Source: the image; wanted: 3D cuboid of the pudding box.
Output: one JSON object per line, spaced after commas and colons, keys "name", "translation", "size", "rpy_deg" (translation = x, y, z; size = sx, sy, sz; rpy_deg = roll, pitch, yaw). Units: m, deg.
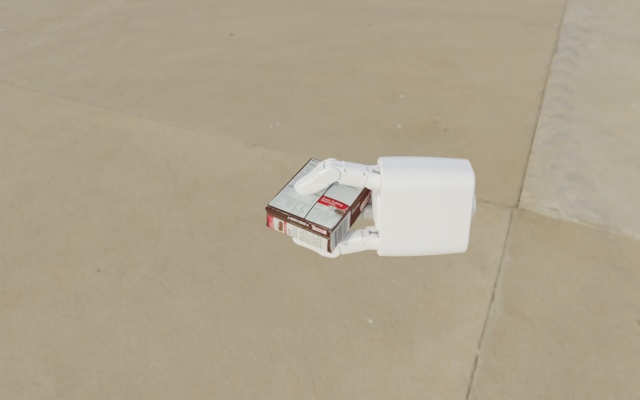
{"name": "pudding box", "translation": [0.000, 0.002, 0.579], "size": [0.090, 0.039, 0.113], "rpy_deg": [20, 43, 21]}
